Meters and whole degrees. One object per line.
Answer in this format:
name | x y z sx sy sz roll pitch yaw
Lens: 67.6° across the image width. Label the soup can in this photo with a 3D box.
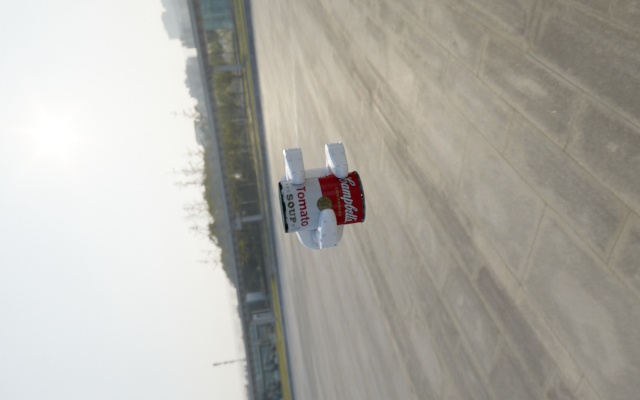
soup can | 0.000 0.002 0.609 0.102 0.068 0.068 -8 1 -7
